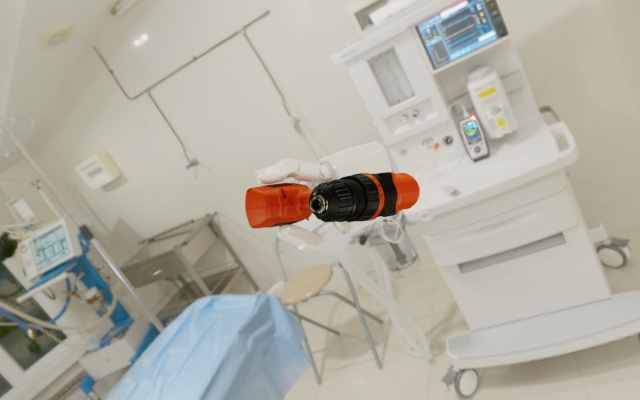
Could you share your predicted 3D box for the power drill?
[{"bbox_3d":[0.000,0.002,0.565,0.187,0.057,0.184,-4,1,39],"label":"power drill"}]
